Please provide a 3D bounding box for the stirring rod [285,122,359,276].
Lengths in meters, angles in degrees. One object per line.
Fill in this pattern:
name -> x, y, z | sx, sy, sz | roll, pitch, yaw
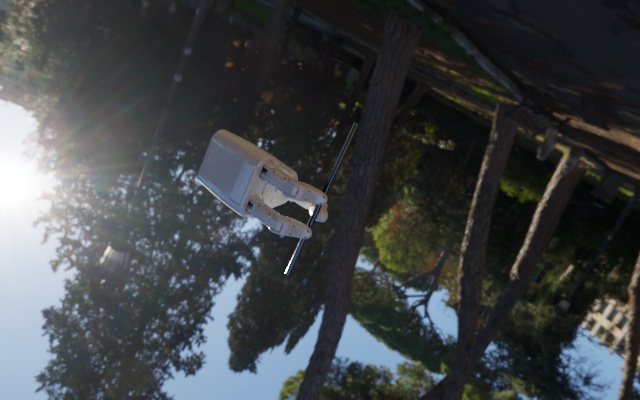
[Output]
stirring rod -> 0.000, 0.002, 0.669 | 0.011, 0.239, 0.011 | 23, 15, -6
